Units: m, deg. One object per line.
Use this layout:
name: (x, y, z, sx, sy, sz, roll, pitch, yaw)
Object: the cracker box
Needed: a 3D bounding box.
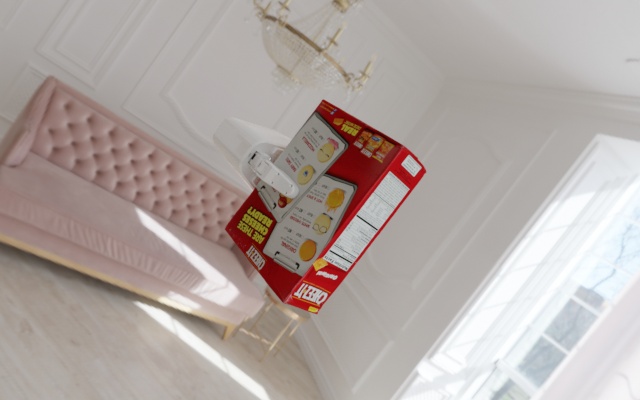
cracker box: (0.000, 0.002, 0.581, 0.072, 0.214, 0.164, 33, 5, -44)
